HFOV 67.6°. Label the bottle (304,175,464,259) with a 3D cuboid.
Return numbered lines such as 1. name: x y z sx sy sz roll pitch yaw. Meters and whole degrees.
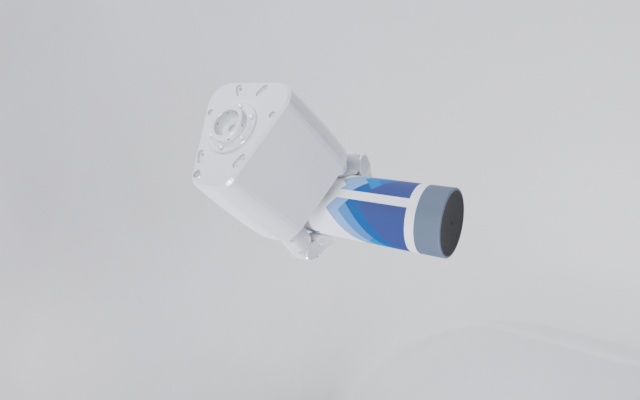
1. bottle: 0.000 0.002 0.520 0.295 0.069 0.069 9 5 33
